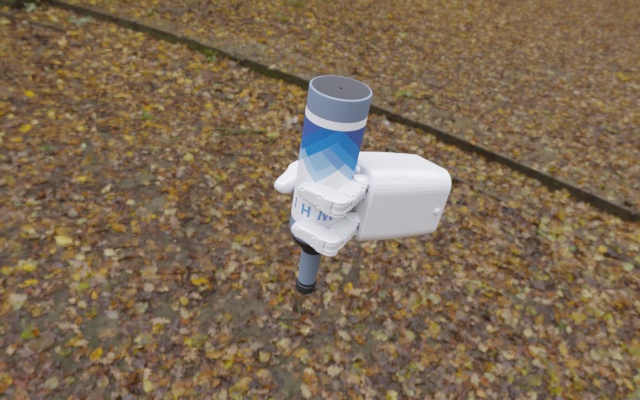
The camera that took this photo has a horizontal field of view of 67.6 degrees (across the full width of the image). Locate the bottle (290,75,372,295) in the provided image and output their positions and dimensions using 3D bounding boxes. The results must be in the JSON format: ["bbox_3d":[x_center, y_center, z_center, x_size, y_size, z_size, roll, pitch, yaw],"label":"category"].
[{"bbox_3d":[0.000,0.002,0.579,0.069,0.296,0.069,7,35,-5],"label":"bottle"}]
